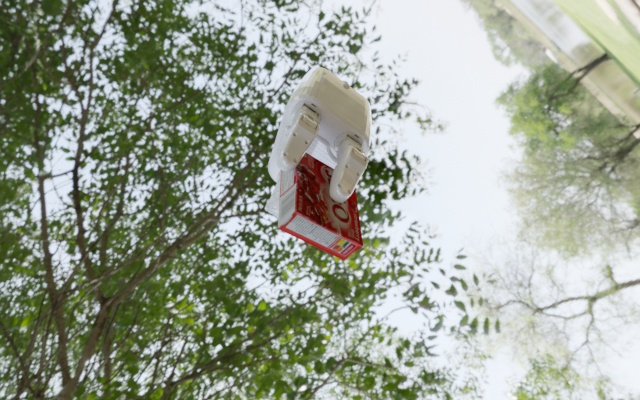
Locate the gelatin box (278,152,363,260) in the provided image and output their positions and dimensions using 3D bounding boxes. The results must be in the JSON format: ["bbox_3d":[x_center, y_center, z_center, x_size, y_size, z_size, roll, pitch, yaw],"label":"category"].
[{"bbox_3d":[0.000,0.002,0.435,0.073,0.089,0.030,29,-54,-26],"label":"gelatin box"}]
